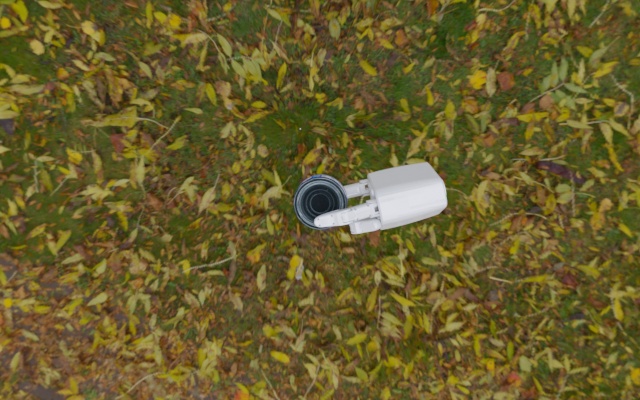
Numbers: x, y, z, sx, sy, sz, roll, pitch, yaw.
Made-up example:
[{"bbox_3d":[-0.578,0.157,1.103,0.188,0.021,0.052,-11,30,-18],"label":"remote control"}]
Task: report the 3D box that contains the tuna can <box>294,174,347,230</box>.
[{"bbox_3d":[0.000,0.003,0.761,0.086,0.086,0.033,0,10,3],"label":"tuna can"}]
